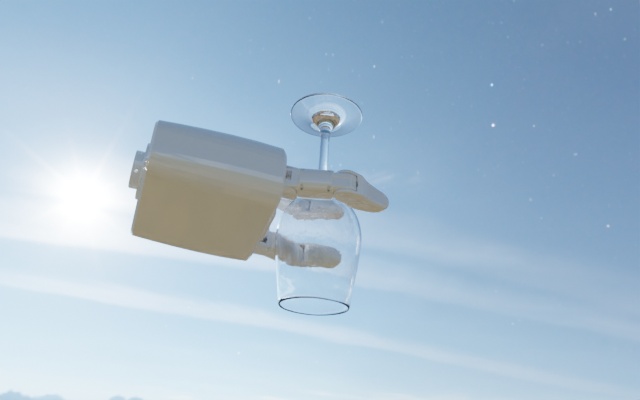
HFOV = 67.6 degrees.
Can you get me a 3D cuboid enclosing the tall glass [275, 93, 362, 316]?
[{"bbox_3d":[0.000,0.001,0.449,0.079,0.201,0.079,3,-26,1],"label":"tall glass"}]
